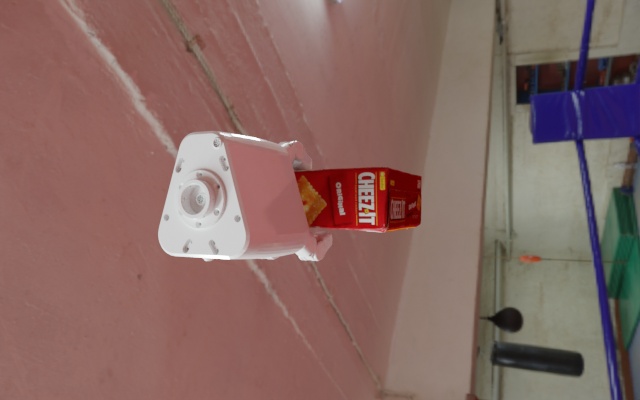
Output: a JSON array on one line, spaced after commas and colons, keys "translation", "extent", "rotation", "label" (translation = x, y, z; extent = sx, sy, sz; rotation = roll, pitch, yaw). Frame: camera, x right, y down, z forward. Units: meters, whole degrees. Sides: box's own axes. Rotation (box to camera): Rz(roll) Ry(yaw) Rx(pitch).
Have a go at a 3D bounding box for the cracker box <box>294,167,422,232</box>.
[{"translation": [0.000, 0.002, 0.575], "extent": [0.213, 0.072, 0.164], "rotation": [0, 0, 24], "label": "cracker box"}]
